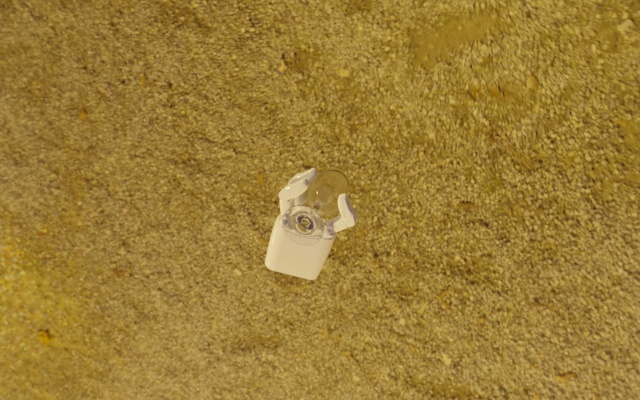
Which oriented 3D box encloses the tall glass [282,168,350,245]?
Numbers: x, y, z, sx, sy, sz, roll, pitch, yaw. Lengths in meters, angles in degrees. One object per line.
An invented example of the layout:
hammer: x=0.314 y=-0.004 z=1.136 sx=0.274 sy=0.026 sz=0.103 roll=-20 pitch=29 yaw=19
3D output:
tall glass: x=0.000 y=0.003 z=0.877 sx=0.079 sy=0.079 sz=0.201 roll=0 pitch=24 yaw=19
